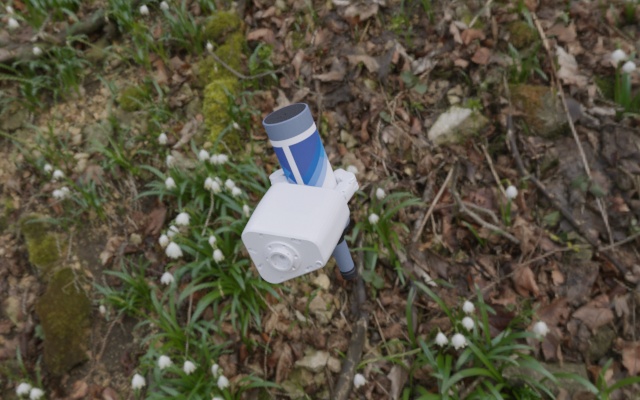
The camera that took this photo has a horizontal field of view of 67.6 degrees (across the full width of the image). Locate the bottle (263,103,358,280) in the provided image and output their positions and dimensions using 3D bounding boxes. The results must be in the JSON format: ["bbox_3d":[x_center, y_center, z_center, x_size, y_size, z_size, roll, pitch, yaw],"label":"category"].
[{"bbox_3d":[0.000,0.002,0.720,0.069,0.296,0.069,-17,28,9],"label":"bottle"}]
